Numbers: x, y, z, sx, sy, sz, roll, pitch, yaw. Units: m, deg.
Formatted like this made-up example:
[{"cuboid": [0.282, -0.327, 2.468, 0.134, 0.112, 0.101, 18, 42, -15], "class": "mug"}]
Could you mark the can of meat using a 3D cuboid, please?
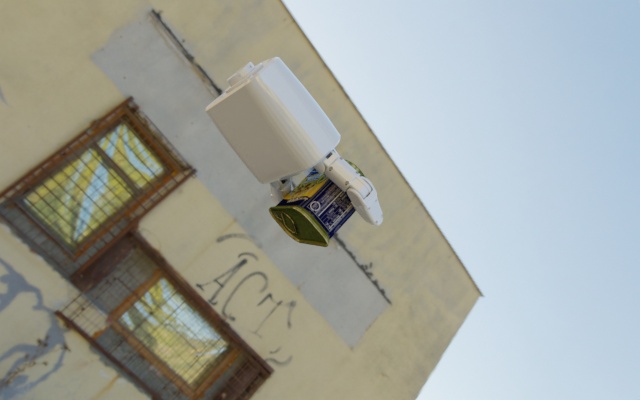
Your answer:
[{"cuboid": [0.000, 0.002, 0.547, 0.084, 0.057, 0.102, -46, 18, -20], "class": "can of meat"}]
